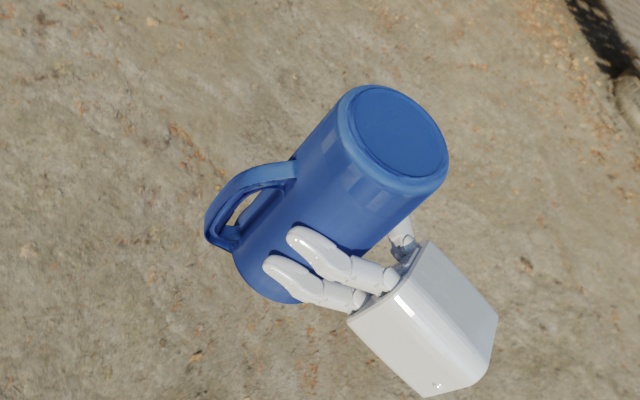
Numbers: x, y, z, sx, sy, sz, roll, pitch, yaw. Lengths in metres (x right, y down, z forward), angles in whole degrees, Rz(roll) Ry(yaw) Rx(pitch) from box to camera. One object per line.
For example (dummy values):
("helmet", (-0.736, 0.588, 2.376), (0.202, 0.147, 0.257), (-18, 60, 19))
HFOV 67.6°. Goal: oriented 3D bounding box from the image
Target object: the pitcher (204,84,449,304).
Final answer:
("pitcher", (0.000, 0.002, 0.464), (0.149, 0.145, 0.243), (-40, -5, -40))
